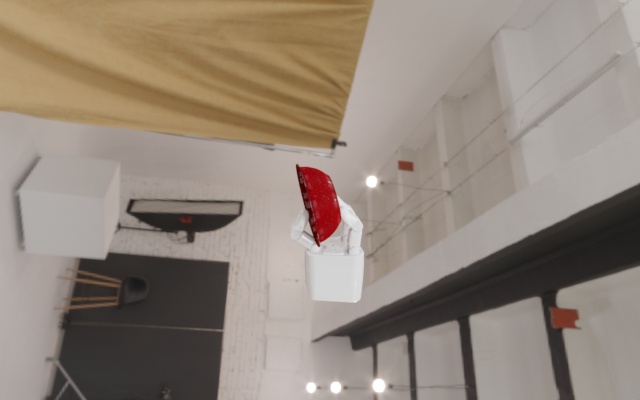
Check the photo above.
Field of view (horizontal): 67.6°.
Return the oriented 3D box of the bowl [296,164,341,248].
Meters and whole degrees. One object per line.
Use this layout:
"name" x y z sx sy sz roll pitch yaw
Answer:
"bowl" 0.000 0.002 0.890 0.055 0.162 0.162 -15 1 -5
